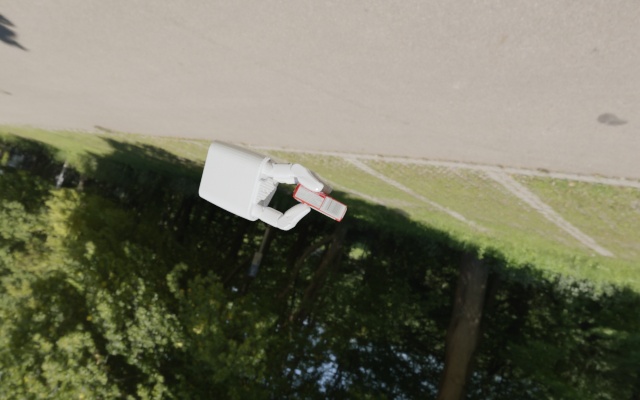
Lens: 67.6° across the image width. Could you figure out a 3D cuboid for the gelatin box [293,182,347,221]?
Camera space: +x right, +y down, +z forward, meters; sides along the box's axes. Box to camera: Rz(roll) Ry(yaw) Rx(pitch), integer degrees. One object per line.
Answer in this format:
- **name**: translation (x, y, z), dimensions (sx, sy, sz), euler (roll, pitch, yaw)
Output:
- **gelatin box**: translation (0.000, 0.003, 0.805), dimensions (0.089, 0.030, 0.073), euler (27, -2, 4)
